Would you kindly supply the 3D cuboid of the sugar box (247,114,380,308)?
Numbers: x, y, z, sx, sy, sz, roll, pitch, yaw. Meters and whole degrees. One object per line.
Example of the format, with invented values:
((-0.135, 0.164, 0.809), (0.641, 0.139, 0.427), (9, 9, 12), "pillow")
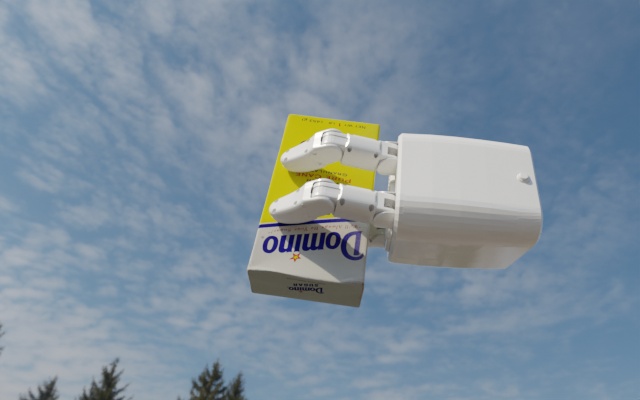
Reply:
((0.000, 0.001, 0.426), (0.093, 0.176, 0.048), (7, -39, 4), "sugar box")
